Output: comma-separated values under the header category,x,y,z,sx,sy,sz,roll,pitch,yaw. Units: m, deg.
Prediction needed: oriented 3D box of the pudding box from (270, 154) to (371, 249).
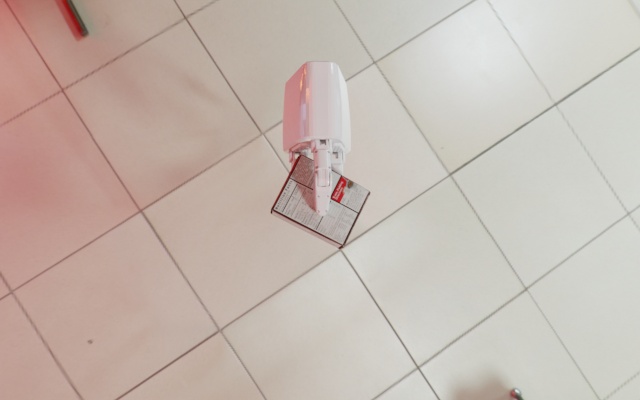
category,x,y,z,sx,sy,sz,roll,pitch,yaw
pudding box,0.000,0.002,0.657,0.113,0.090,0.039,27,-10,0
